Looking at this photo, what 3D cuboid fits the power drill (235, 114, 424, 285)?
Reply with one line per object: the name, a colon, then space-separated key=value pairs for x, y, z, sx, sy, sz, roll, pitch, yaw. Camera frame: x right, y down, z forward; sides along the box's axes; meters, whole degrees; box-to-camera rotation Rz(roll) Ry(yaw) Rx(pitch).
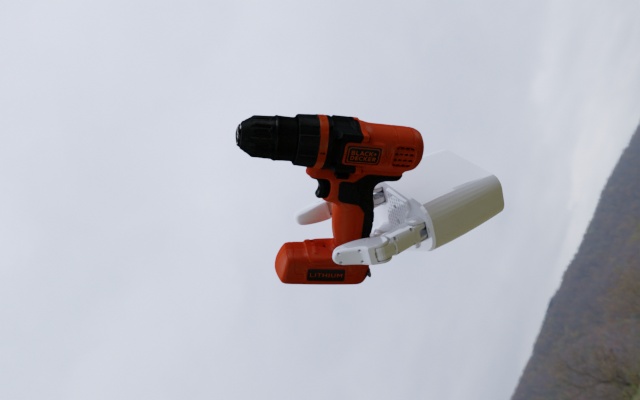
power drill: x=0.000 y=0.002 z=0.494 sx=0.184 sy=0.188 sz=0.057 roll=4 pitch=33 yaw=-12
